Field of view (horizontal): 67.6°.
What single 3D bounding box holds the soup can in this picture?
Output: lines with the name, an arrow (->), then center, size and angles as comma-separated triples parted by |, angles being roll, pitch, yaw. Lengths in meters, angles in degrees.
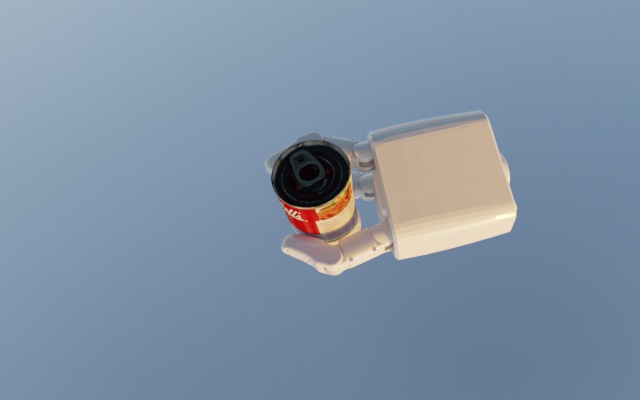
soup can -> 0.000, 0.002, 0.440 | 0.068, 0.068, 0.102 | 0, -29, 11
